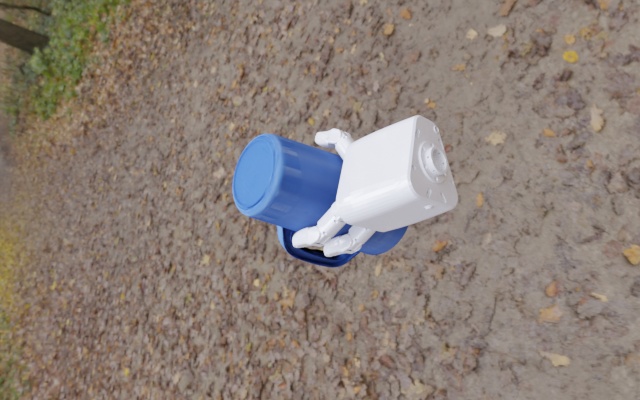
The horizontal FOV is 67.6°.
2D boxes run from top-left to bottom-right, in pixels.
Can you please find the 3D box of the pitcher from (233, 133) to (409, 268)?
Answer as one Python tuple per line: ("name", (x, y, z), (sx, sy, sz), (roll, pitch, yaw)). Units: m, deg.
("pitcher", (0.000, 0.002, 0.668), (0.243, 0.149, 0.145), (17, -25, -40))
